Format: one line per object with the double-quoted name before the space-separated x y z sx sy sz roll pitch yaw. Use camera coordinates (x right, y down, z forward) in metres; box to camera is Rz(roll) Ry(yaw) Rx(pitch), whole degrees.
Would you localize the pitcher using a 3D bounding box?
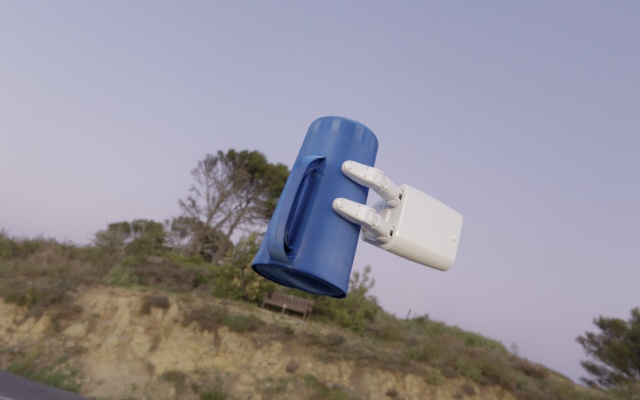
"pitcher" 0.000 0.002 0.664 0.145 0.242 0.149 24 -21 -18
